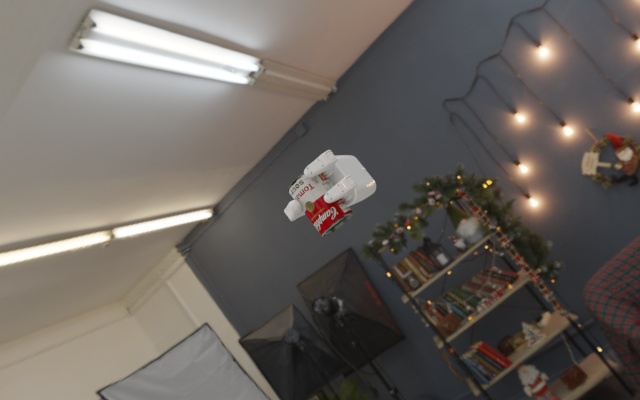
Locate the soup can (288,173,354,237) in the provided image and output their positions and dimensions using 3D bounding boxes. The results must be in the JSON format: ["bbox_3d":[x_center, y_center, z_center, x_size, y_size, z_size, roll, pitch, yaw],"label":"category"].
[{"bbox_3d":[0.000,0.003,0.819,0.068,0.102,0.068,-36,-11,-8],"label":"soup can"}]
